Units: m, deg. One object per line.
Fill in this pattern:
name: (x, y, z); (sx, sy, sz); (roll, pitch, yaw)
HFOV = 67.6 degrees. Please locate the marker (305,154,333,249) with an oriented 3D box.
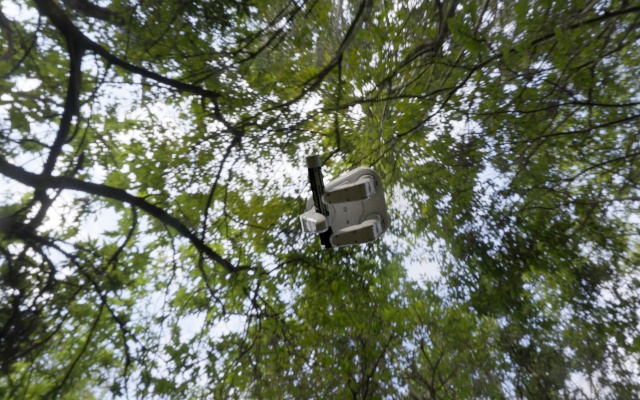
marker: (0.000, 0.002, 0.608); (0.020, 0.121, 0.020); (-10, 7, 1)
